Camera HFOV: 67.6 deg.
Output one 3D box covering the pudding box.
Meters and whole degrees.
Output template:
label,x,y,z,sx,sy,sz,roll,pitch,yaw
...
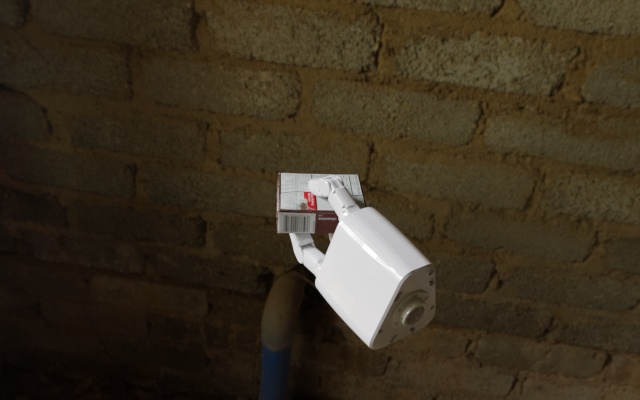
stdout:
label,x,y,z,sx,sy,sz,roll,pitch,yaw
pudding box,0.000,0.002,0.615,0.113,0.039,0.090,2,34,-6
